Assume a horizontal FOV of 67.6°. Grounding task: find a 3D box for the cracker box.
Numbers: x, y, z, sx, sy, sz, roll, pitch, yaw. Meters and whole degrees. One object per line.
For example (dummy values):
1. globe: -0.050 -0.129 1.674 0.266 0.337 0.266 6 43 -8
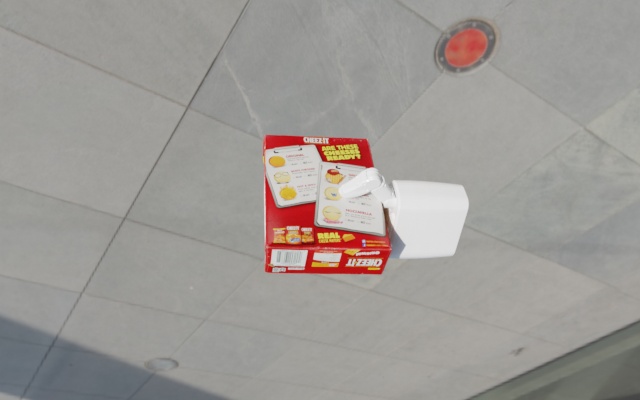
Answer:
1. cracker box: 0.000 0.002 0.688 0.164 0.213 0.072 1 -42 -9
